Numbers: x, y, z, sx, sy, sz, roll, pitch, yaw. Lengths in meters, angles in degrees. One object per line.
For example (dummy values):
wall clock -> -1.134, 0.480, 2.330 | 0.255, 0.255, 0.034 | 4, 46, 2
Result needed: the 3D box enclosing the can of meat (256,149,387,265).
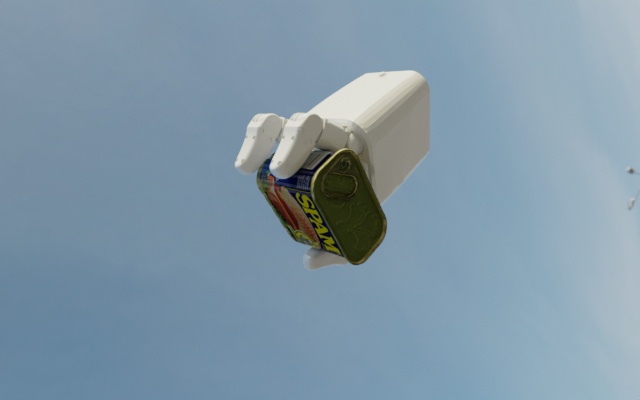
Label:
can of meat -> 0.000, 0.001, 0.430 | 0.084, 0.102, 0.057 | 12, 50, 47
